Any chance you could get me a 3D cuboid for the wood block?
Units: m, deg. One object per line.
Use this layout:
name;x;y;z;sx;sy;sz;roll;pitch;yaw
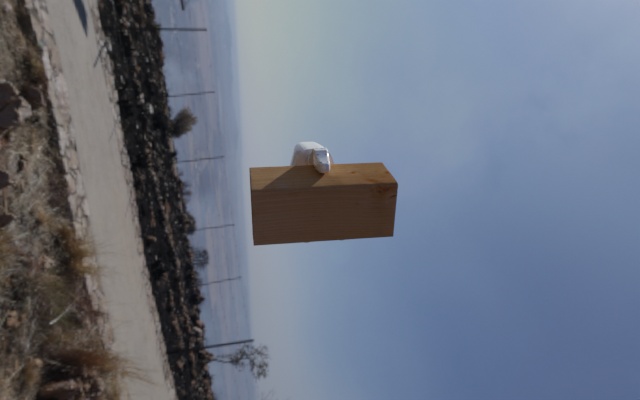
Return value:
wood block;0.000;0.002;0.712;0.206;0.091;0.090;-3;26;-8
